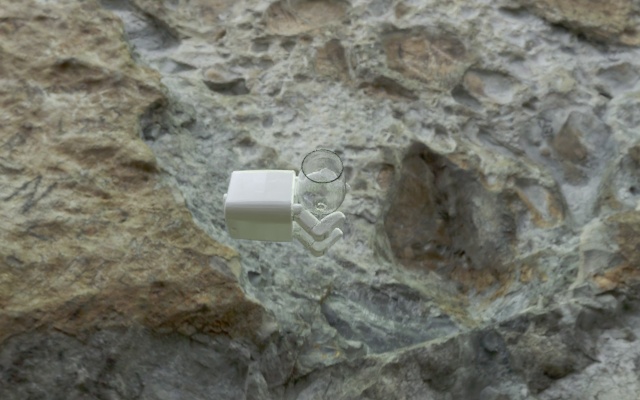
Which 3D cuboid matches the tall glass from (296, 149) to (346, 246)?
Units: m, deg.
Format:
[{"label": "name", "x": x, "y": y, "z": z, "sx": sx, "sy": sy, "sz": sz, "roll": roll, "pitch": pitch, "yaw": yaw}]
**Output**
[{"label": "tall glass", "x": 0.000, "y": 0.003, "z": 0.777, "sx": 0.079, "sy": 0.079, "sz": 0.201, "roll": 0, "pitch": -32, "yaw": -2}]
